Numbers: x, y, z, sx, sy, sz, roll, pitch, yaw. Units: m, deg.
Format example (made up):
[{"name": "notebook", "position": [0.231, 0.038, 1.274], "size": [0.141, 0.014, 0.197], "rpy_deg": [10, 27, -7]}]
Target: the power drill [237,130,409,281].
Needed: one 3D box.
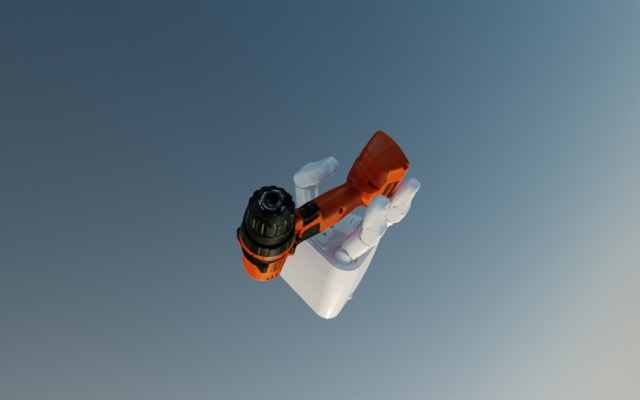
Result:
[{"name": "power drill", "position": [0.000, 0.002, 0.489], "size": [0.187, 0.057, 0.184], "rpy_deg": [-31, -14, -21]}]
